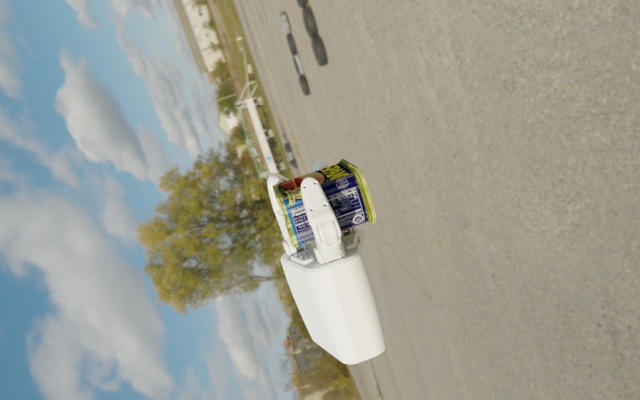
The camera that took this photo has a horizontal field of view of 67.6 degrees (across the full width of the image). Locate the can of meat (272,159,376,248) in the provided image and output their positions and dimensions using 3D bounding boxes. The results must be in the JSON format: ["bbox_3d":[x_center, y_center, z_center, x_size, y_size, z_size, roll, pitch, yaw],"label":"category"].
[{"bbox_3d":[0.000,0.002,0.487,0.084,0.057,0.102,-19,15,-5],"label":"can of meat"}]
